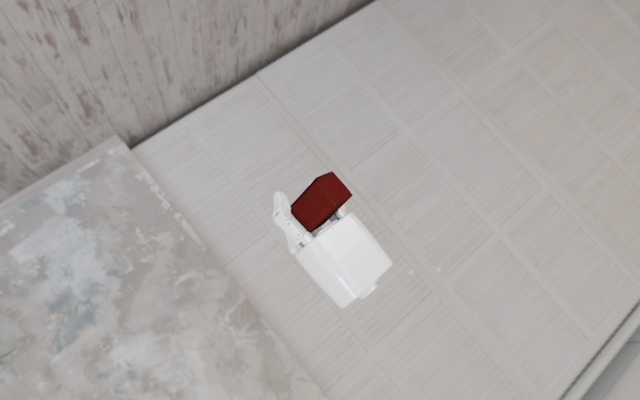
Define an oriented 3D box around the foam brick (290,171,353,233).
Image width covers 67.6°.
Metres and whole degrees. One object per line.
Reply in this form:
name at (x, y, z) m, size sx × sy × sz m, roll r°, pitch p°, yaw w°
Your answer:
foam brick at (0.000, 0.002, 0.726) m, size 0.078 × 0.051 × 0.053 m, roll -46°, pitch -11°, yaw 34°
